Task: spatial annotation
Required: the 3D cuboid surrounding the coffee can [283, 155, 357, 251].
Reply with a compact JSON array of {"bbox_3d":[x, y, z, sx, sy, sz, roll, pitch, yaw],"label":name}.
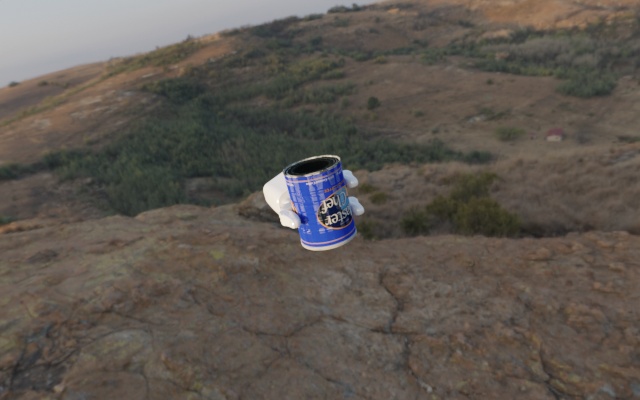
[{"bbox_3d":[0.000,0.003,0.842,0.103,0.140,0.102,-12,20,4],"label":"coffee can"}]
